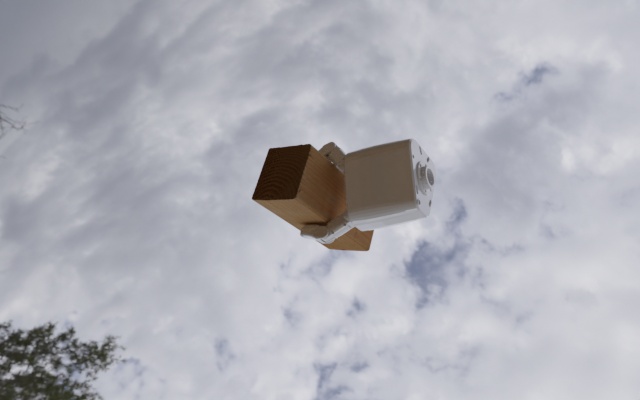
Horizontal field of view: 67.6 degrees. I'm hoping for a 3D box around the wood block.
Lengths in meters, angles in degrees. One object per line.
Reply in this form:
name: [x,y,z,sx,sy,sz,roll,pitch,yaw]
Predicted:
wood block: [0.000,0.003,0.766,0.090,0.090,0.206,-1,-26,39]
